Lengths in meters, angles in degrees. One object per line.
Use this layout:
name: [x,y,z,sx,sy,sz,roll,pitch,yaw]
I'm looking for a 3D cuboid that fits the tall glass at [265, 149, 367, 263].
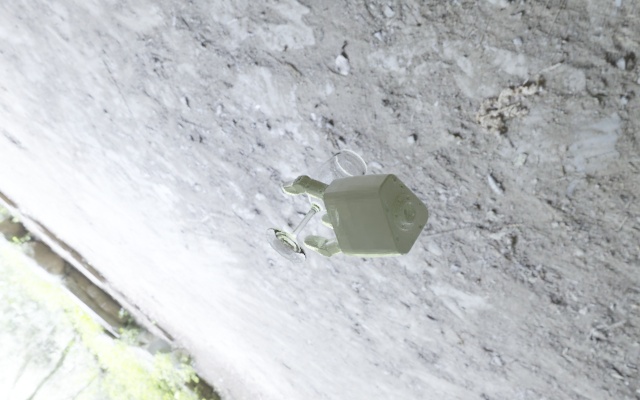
tall glass: [0.000,0.003,0.766,0.079,0.079,0.201,0,41,45]
